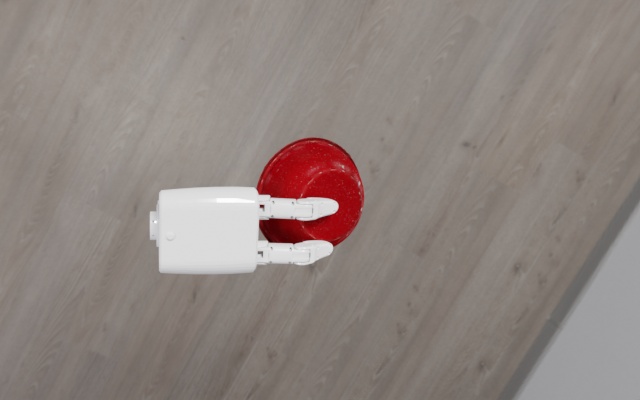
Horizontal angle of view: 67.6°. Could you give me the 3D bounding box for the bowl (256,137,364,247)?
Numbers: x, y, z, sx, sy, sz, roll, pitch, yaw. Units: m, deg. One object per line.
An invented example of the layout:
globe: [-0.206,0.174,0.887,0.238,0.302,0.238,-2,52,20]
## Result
bowl: [0.001,0.002,0.613,0.162,0.162,0.055,0,11,-31]
